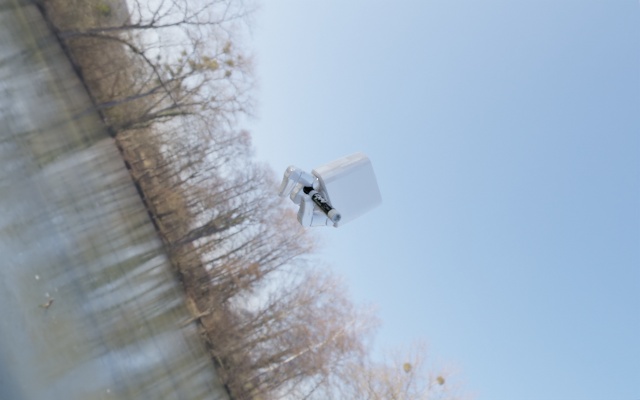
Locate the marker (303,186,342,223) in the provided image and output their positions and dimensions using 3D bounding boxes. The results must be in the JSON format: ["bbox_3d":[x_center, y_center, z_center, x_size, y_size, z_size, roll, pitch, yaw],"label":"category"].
[{"bbox_3d":[0.000,0.003,0.831,0.020,0.020,0.121,0,26,-29],"label":"marker"}]
